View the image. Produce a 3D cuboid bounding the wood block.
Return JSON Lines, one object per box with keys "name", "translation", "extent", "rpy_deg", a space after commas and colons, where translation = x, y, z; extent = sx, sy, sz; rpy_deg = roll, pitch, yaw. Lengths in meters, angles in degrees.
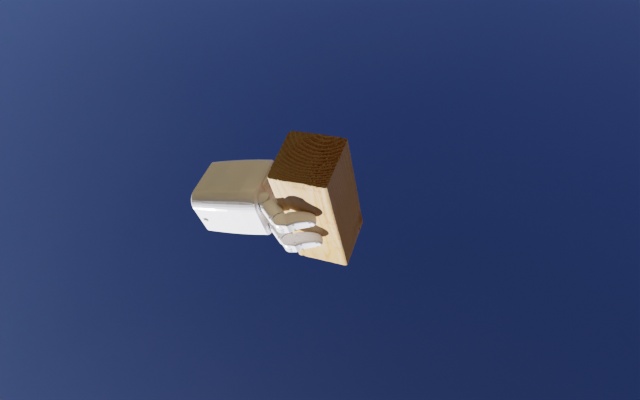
{"name": "wood block", "translation": [0.000, 0.002, 0.722], "extent": [0.090, 0.090, 0.206], "rpy_deg": [10, -33, 19]}
